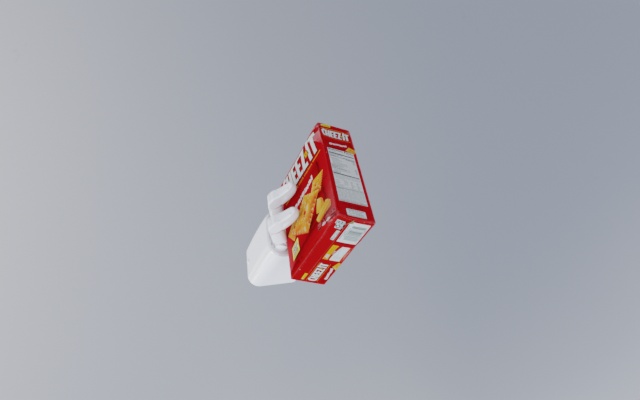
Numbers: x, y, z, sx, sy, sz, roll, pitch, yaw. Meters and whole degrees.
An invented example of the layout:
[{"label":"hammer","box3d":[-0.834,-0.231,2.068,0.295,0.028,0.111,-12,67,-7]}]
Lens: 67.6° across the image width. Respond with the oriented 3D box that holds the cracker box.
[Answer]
[{"label":"cracker box","box3d":[0.000,0.003,0.786,0.072,0.213,0.164,14,-48,-25]}]
